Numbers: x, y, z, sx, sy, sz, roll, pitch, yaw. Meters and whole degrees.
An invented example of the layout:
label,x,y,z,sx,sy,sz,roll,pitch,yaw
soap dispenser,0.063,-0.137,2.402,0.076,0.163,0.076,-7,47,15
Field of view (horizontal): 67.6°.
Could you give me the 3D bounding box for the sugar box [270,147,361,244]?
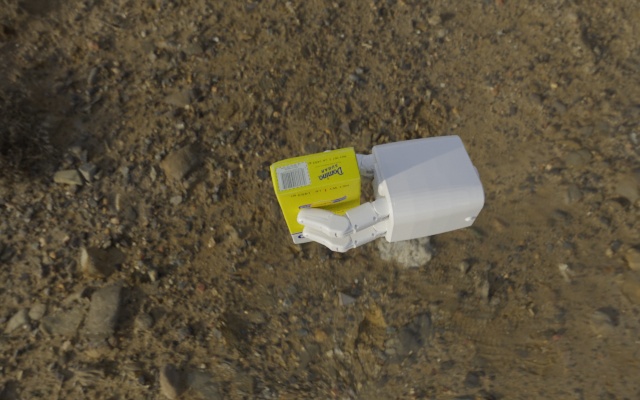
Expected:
label,x,y,z,sx,sy,sz,roll,pitch,yaw
sugar box,0.000,0.002,0.580,0.093,0.048,0.176,-11,-25,0
